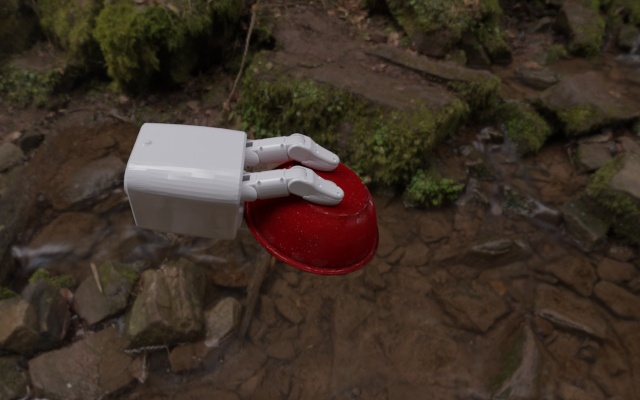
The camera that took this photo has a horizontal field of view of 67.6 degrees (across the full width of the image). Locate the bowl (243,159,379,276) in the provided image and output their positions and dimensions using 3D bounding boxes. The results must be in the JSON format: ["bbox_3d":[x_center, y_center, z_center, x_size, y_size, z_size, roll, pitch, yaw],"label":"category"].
[{"bbox_3d":[0.001,0.001,0.524,0.162,0.162,0.055,0,-45,-27],"label":"bowl"}]
